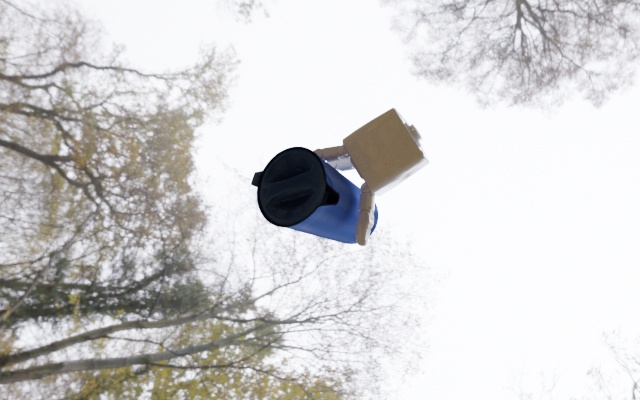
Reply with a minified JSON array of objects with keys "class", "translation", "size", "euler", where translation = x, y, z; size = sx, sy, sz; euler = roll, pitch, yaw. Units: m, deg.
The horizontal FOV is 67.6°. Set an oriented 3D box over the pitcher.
[{"class":"pitcher","translation":[0.000,0.003,0.854],"size":[0.145,0.149,0.243],"euler":[-35,-29,18]}]
